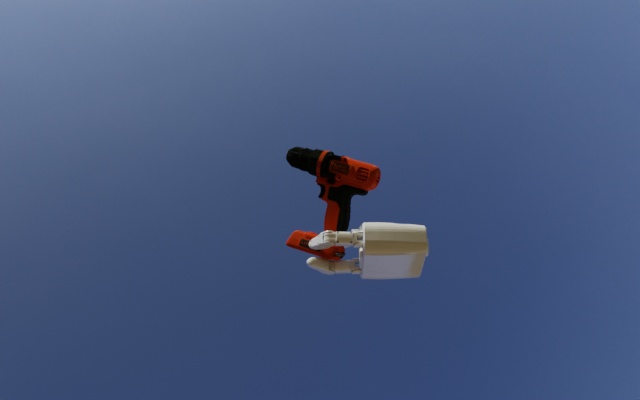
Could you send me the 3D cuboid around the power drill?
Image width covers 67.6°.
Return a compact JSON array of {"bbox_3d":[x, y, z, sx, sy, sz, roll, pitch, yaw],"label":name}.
[{"bbox_3d":[0.000,0.003,0.865,0.184,0.187,0.057,17,1,23],"label":"power drill"}]
